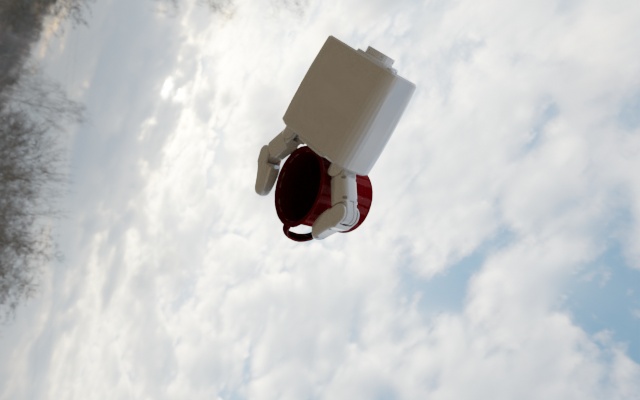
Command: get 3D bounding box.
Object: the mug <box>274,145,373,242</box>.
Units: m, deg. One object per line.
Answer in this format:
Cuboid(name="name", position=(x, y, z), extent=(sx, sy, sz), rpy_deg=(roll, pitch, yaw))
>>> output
Cuboid(name="mug", position=(0.000, 0.003, 0.554), extent=(0.081, 0.117, 0.093), rpy_deg=(15, 25, -36))
